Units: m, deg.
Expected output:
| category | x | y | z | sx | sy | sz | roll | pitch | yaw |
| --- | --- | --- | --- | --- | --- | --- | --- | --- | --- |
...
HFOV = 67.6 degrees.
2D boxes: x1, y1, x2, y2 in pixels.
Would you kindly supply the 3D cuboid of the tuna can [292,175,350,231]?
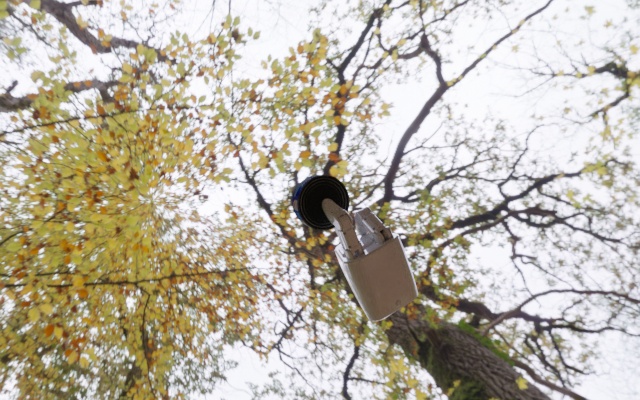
| category | x | y | z | sx | sy | sz | roll | pitch | yaw |
| --- | --- | --- | --- | --- | --- | --- | --- | --- | --- |
| tuna can | 0.000 | 0.002 | 0.745 | 0.086 | 0.086 | 0.034 | 0 | 5 | -22 |
